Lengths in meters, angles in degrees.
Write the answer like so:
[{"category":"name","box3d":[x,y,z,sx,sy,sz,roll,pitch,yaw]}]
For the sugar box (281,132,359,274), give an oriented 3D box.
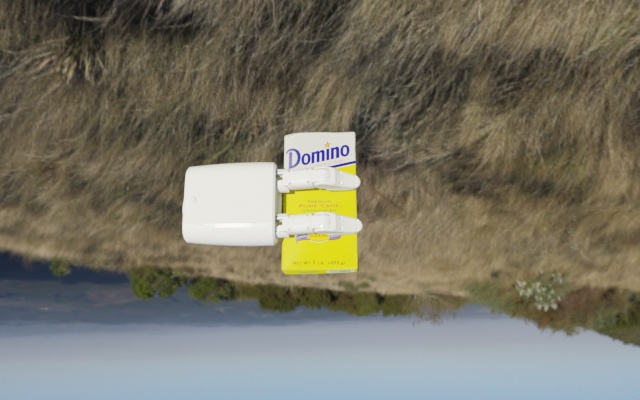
[{"category":"sugar box","box3d":[0.000,0.002,0.599,0.093,0.176,0.048,-2,-14,3]}]
